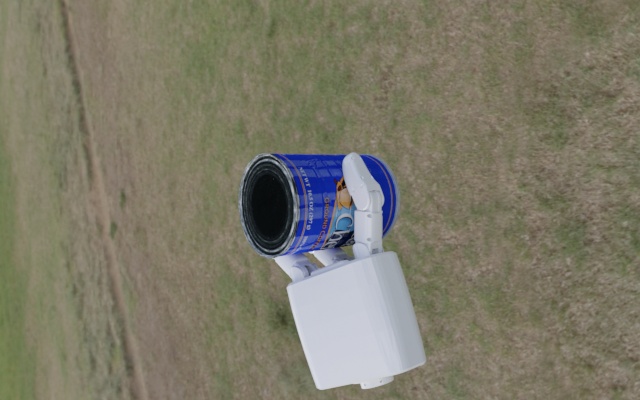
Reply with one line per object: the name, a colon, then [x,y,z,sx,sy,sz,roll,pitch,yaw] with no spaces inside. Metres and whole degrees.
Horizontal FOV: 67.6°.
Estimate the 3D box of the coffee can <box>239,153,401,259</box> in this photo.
coffee can: [0.000,0.001,0.505,0.140,0.103,0.103,-4,2,-40]
